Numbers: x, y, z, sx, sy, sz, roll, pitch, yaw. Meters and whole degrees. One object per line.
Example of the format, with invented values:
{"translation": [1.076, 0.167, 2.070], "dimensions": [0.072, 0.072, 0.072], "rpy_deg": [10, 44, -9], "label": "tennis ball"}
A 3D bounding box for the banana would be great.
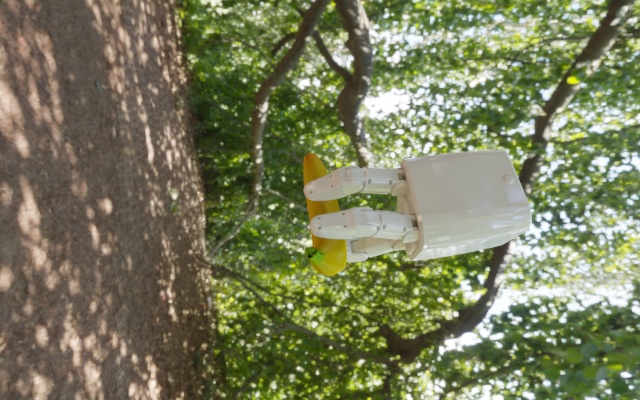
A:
{"translation": [0.004, 0.019, 0.513], "dimensions": [0.037, 0.070, 0.197], "rpy_deg": [-11, 32, 3], "label": "banana"}
